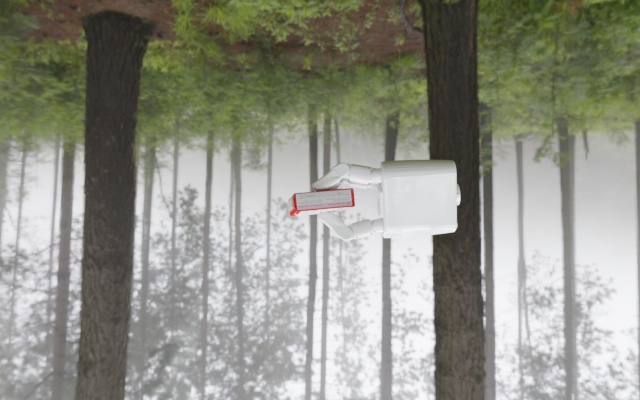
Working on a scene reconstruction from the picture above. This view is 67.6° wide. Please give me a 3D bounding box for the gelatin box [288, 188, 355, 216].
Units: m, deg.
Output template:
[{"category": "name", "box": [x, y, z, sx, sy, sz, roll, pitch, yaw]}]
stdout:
[{"category": "gelatin box", "box": [0.000, 0.003, 0.711, 0.089, 0.030, 0.073, -6, -5, -11]}]
